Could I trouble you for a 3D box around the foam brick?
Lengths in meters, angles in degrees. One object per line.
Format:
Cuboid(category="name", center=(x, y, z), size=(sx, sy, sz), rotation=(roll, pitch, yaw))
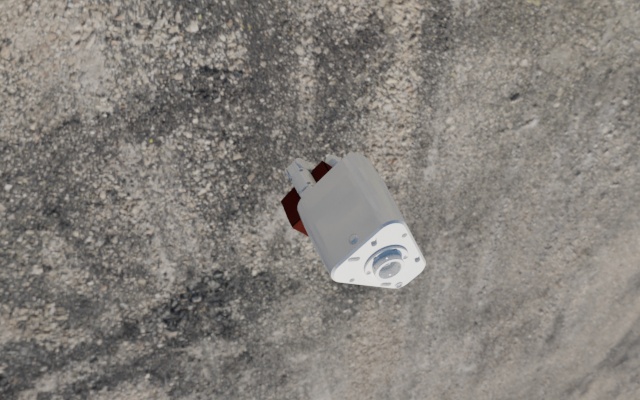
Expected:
Cuboid(category="foam brick", center=(0.000, 0.002, 0.582), size=(0.053, 0.078, 0.051), rotation=(31, 23, -42))
